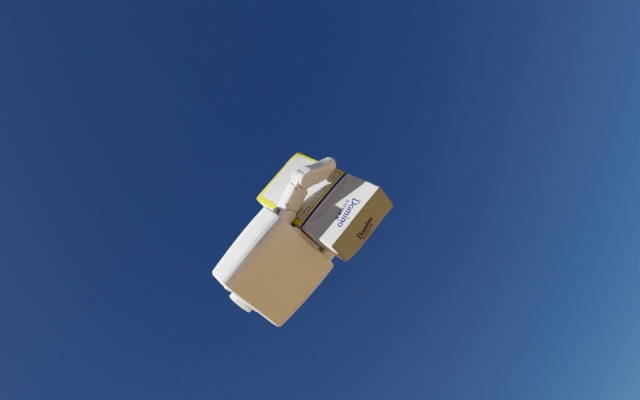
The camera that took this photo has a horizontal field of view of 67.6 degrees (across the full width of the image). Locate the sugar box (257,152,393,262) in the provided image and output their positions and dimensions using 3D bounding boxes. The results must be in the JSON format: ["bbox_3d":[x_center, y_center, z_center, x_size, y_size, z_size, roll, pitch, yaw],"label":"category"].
[{"bbox_3d":[0.000,0.002,0.618,0.176,0.093,0.048,30,-13,47],"label":"sugar box"}]
